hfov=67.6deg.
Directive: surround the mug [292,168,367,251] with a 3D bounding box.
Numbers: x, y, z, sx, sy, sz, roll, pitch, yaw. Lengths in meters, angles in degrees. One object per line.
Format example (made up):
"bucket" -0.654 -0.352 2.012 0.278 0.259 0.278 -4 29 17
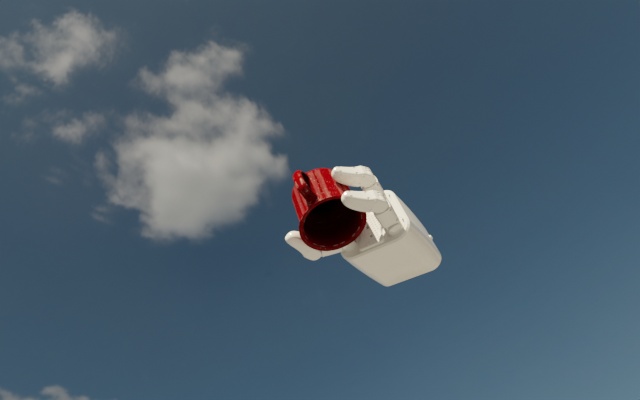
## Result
"mug" -0.001 0.001 0.652 0.117 0.093 0.081 43 15 -37
